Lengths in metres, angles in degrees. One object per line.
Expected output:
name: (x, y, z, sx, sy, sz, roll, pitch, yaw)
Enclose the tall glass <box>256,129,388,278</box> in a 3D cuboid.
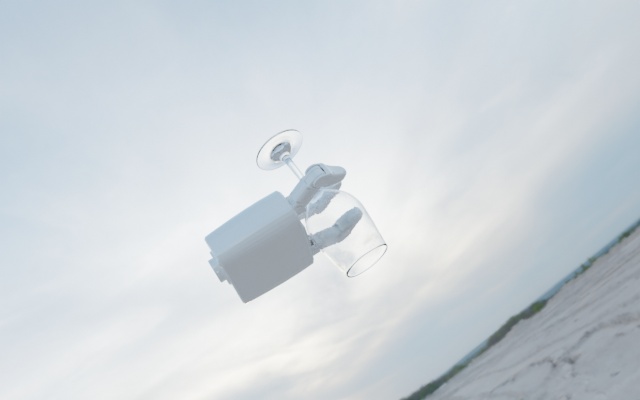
tall glass: (0.000, 0.001, 0.612, 0.079, 0.201, 0.079, -31, -25, -17)
